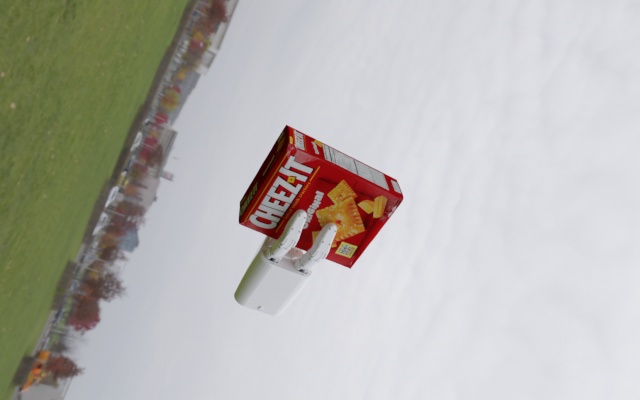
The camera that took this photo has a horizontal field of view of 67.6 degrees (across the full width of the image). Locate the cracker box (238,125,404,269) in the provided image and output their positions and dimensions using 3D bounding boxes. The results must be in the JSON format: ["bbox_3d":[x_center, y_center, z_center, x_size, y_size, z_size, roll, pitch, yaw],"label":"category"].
[{"bbox_3d":[0.000,0.002,0.767,0.214,0.164,0.072,24,28,-21],"label":"cracker box"}]
